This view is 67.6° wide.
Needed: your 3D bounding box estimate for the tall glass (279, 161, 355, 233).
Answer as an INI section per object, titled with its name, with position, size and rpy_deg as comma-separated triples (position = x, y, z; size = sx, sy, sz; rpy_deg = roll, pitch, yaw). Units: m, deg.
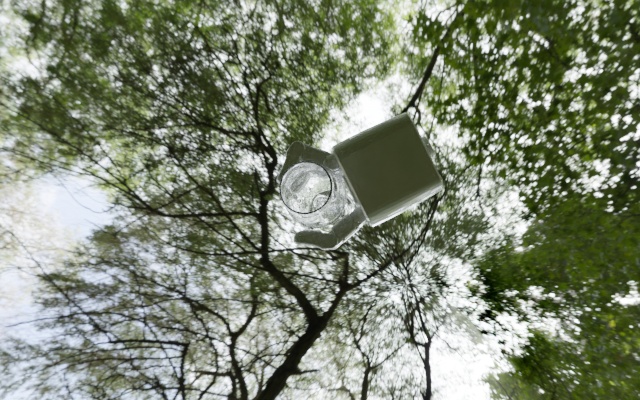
[tall glass]
position = 0.000, 0.002, 0.635
size = 0.079, 0.079, 0.201
rpy_deg = 0, -10, 10
